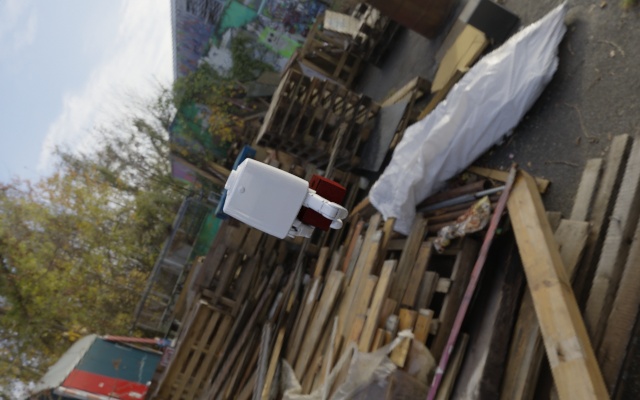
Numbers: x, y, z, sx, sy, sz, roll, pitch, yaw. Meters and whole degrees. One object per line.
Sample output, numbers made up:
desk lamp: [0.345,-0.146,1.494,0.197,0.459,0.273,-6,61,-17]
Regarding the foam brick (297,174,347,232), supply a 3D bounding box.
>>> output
foam brick: [0.000,0.002,0.789,0.051,0.078,0.053,24,6,-16]
